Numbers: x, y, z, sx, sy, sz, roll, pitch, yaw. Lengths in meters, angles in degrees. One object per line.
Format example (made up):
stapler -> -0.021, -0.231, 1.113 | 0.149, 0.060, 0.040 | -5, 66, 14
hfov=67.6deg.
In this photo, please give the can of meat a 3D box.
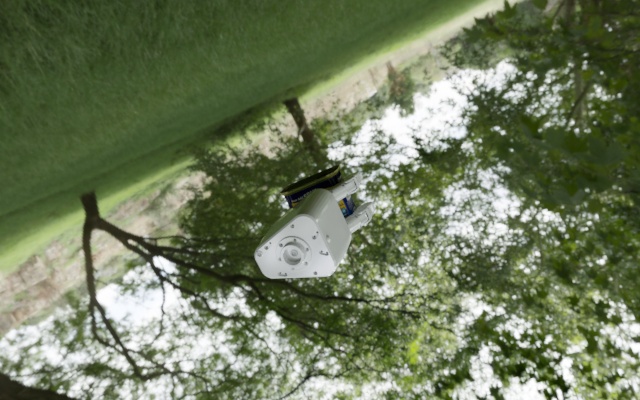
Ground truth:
can of meat -> 0.000, 0.003, 0.769 | 0.102, 0.084, 0.057 | -22, 12, 15
